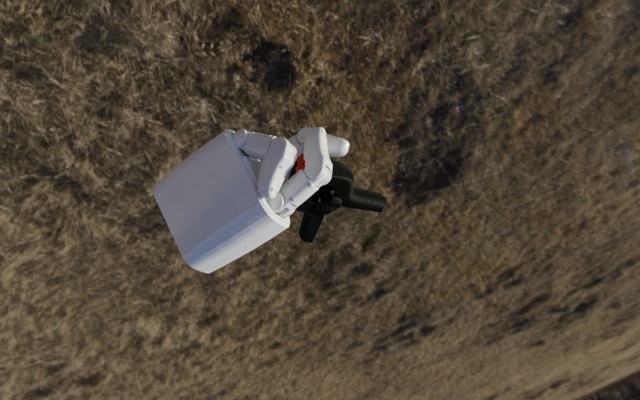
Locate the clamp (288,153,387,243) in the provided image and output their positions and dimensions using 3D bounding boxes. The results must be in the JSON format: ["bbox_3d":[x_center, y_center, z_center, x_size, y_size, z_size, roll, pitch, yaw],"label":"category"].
[{"bbox_3d":[0.000,0.002,0.564,0.120,0.039,0.171,-34,-33,12],"label":"clamp"}]
